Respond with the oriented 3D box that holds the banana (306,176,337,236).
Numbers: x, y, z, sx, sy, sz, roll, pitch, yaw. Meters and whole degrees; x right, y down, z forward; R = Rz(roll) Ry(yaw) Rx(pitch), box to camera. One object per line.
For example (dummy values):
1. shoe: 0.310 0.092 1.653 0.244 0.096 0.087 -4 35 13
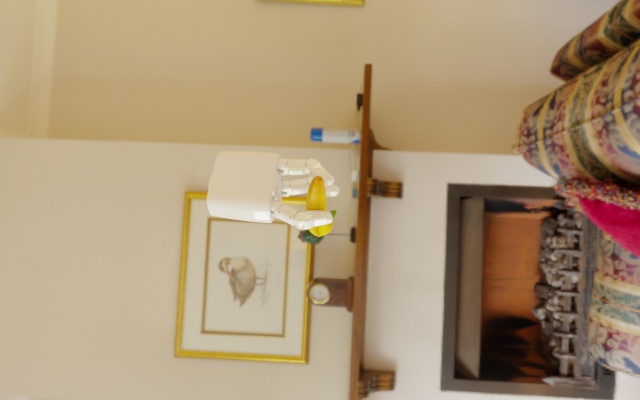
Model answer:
1. banana: -0.003 0.021 0.827 0.037 0.069 0.198 7 -17 9
